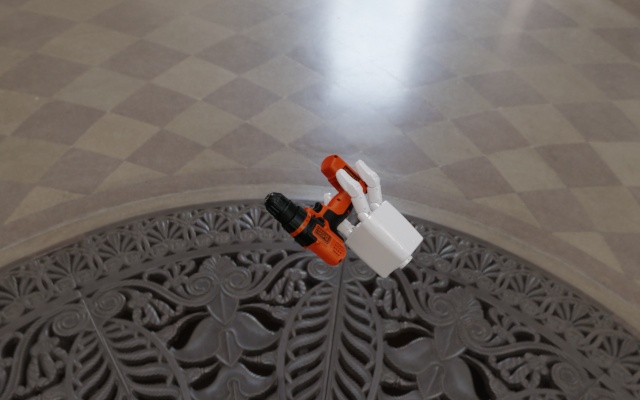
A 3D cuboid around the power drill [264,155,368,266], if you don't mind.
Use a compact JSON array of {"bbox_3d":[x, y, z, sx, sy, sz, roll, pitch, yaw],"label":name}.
[{"bbox_3d":[0.001,0.003,0.899,0.184,0.187,0.057,43,-34,-18],"label":"power drill"}]
